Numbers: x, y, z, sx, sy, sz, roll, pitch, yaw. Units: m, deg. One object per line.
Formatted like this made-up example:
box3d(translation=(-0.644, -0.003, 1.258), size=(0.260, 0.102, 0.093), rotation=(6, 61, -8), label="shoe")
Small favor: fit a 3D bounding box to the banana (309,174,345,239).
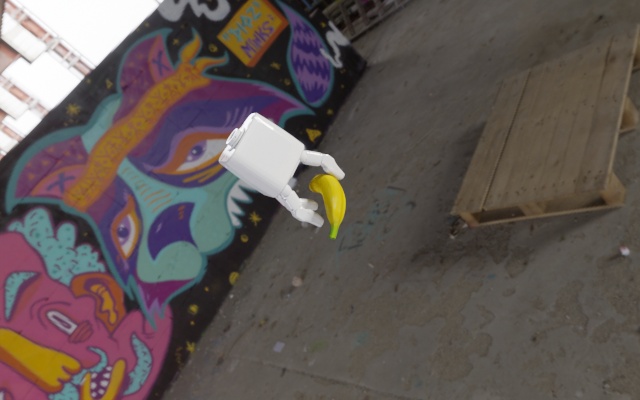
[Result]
box3d(translation=(0.011, -0.010, 0.865), size=(0.037, 0.070, 0.197), rotation=(27, 19, -22), label="banana")
